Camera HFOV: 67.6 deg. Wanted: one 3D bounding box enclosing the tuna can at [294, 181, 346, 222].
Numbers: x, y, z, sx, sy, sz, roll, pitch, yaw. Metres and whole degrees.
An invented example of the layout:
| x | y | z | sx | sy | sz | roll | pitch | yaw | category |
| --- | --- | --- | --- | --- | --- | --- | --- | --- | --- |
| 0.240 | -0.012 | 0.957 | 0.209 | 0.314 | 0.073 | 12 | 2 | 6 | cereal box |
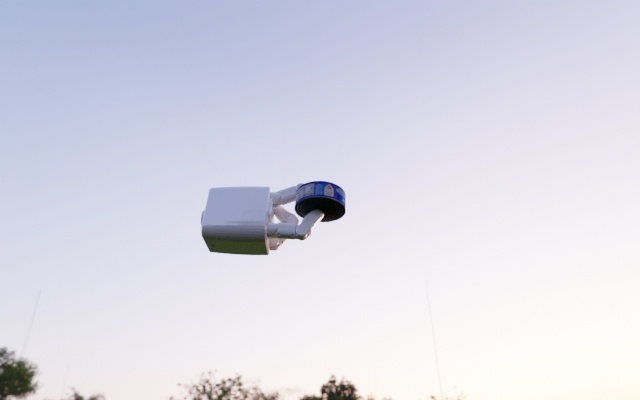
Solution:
| x | y | z | sx | sy | sz | roll | pitch | yaw | category |
| --- | --- | --- | --- | --- | --- | --- | --- | --- | --- |
| 0.000 | 0.002 | 0.802 | 0.086 | 0.033 | 0.086 | 3 | -30 | 2 | tuna can |
